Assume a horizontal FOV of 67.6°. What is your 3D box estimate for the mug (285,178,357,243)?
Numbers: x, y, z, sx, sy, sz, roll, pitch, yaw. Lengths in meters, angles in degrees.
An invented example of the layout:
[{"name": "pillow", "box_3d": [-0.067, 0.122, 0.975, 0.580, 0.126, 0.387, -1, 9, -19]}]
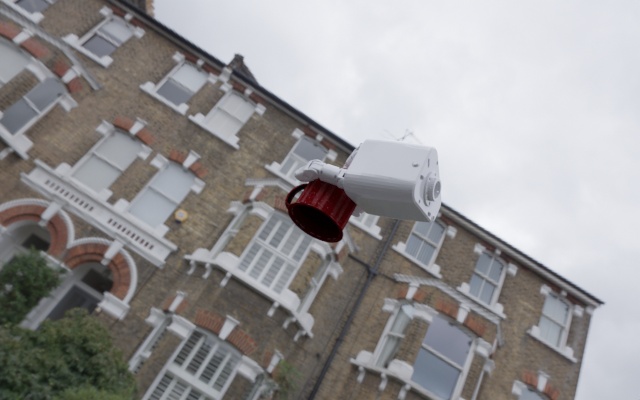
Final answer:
[{"name": "mug", "box_3d": [-0.001, 0.002, 0.734, 0.117, 0.081, 0.093, 11, -35, 32]}]
